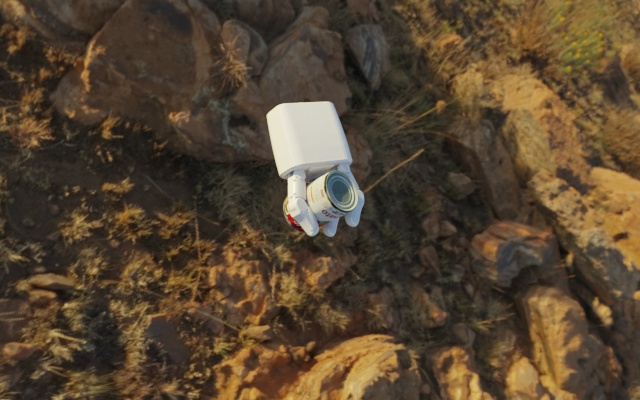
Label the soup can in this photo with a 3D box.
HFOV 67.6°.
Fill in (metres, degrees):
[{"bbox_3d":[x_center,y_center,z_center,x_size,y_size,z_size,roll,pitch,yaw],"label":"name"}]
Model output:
[{"bbox_3d":[0.000,0.003,0.732,0.068,0.068,0.102,0,-20,-43],"label":"soup can"}]
